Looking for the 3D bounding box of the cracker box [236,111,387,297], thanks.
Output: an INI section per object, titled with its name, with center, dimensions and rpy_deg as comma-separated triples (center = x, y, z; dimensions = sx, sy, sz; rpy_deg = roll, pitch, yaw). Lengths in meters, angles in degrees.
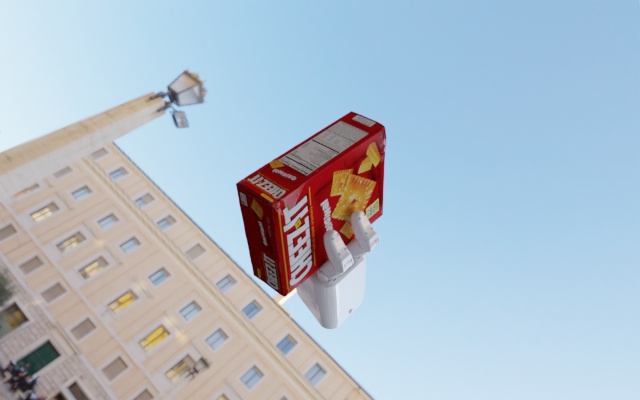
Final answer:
[cracker box]
center = 0.000, 0.002, 0.641
dimensions = 0.072, 0.164, 0.213
rpy_deg = 28, 49, 32
